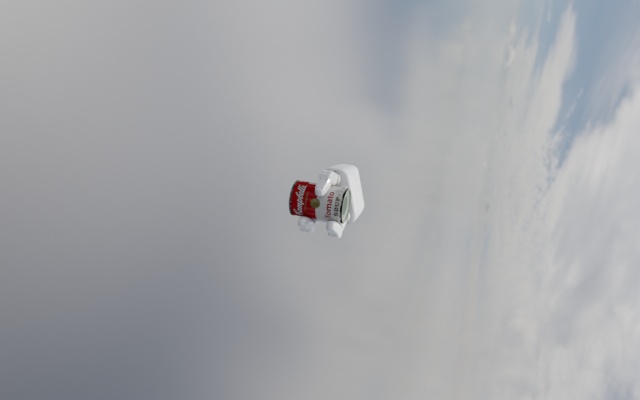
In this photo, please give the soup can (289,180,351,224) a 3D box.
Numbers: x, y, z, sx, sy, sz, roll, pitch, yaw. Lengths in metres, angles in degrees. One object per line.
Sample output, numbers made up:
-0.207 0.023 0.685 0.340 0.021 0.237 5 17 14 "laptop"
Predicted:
0.000 0.003 0.890 0.102 0.068 0.068 10 3 16 "soup can"
